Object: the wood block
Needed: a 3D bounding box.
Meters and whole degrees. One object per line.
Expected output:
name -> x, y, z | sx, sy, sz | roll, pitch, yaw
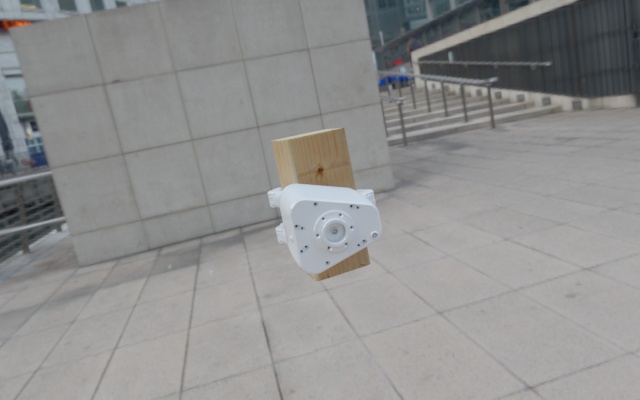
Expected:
wood block -> 0.001, 0.002, 0.717 | 0.091, 0.206, 0.090 | -15, 11, -18
